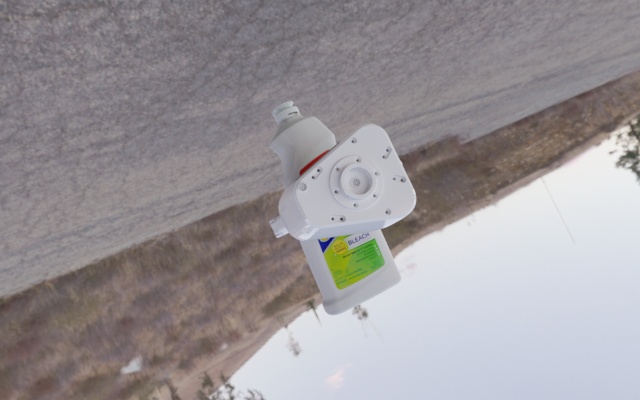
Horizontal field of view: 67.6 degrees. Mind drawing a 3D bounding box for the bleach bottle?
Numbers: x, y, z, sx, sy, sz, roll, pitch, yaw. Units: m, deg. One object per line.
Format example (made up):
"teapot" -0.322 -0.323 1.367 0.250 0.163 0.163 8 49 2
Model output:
"bleach bottle" 0.000 0.002 0.575 0.102 0.251 0.068 -25 -3 -12
